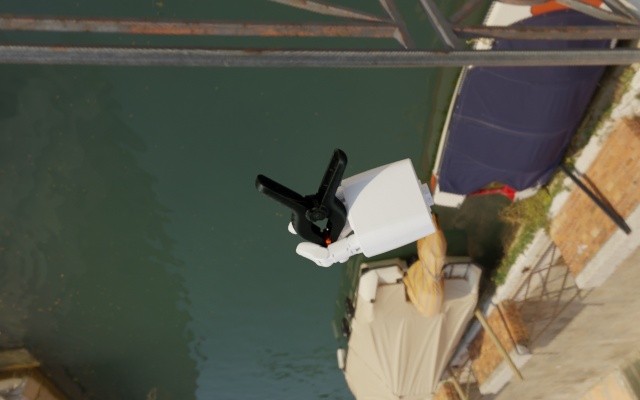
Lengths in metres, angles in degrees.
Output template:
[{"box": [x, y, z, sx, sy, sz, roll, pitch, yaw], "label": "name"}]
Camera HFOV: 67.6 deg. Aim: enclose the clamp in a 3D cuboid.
[{"box": [0.000, 0.003, 0.650, 0.120, 0.039, 0.172, -20, -41, 12], "label": "clamp"}]
